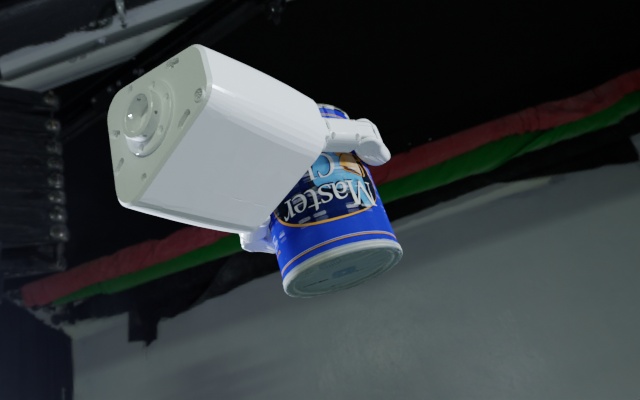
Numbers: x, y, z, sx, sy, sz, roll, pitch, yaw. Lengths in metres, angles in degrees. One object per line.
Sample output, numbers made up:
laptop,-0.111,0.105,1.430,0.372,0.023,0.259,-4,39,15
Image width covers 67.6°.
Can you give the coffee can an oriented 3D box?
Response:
coffee can,0.000,0.002,0.425,0.103,0.140,0.103,-15,-25,-7
